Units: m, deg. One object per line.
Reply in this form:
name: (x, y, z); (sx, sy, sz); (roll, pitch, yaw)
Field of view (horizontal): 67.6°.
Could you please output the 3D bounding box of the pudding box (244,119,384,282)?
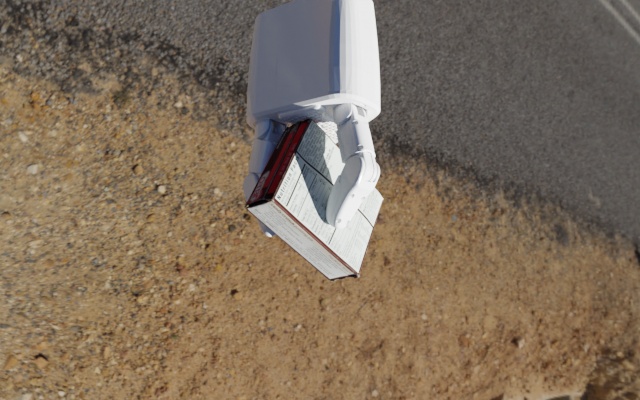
pudding box: (0.000, 0.001, 0.407); (0.039, 0.090, 0.113); (-16, -49, 44)
